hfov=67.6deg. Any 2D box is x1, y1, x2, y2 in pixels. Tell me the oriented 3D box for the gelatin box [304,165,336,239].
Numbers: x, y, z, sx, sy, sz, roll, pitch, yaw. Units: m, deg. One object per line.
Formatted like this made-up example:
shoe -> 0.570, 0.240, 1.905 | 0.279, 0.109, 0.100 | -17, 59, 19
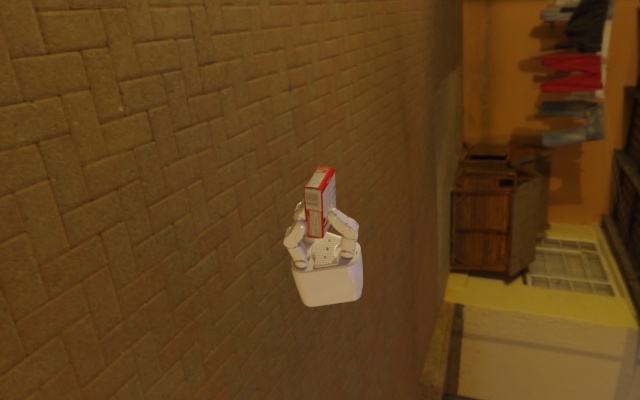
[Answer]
gelatin box -> 0.001, 0.002, 0.729 | 0.030, 0.089, 0.073 | 8, 33, 15
